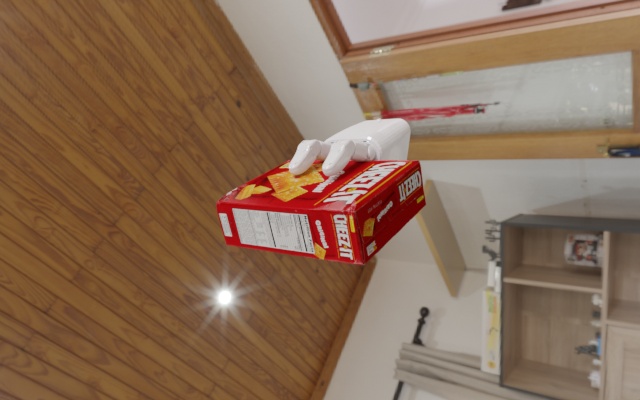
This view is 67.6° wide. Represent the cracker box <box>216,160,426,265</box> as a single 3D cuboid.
[{"bbox_3d":[0.000,0.002,0.608,0.213,0.072,0.164,3,25,37],"label":"cracker box"}]
